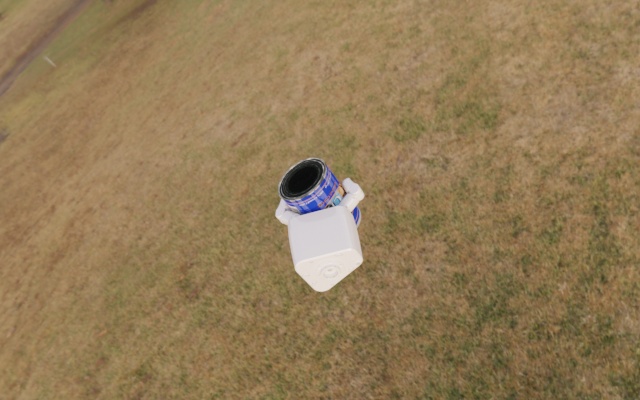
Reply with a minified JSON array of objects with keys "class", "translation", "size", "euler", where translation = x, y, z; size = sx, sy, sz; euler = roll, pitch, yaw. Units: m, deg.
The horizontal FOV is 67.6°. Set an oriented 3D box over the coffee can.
[{"class":"coffee can","translation":[0.000,0.003,0.899],"size":[0.103,0.102,0.140],"euler":[0,-38,39]}]
